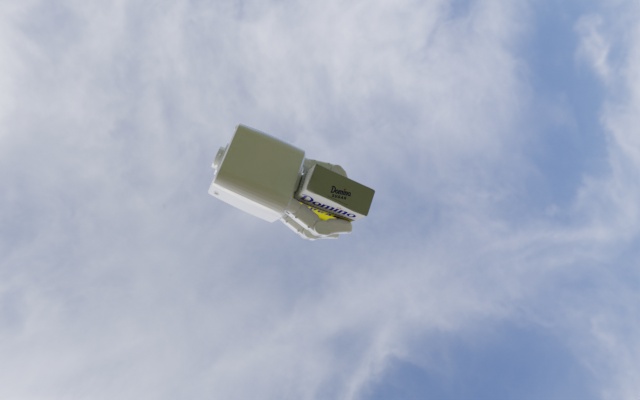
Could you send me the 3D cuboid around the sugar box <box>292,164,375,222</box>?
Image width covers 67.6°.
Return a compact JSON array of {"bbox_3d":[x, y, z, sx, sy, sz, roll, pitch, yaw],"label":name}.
[{"bbox_3d":[0.000,0.003,0.705,0.093,0.048,0.176,24,-15,-13],"label":"sugar box"}]
